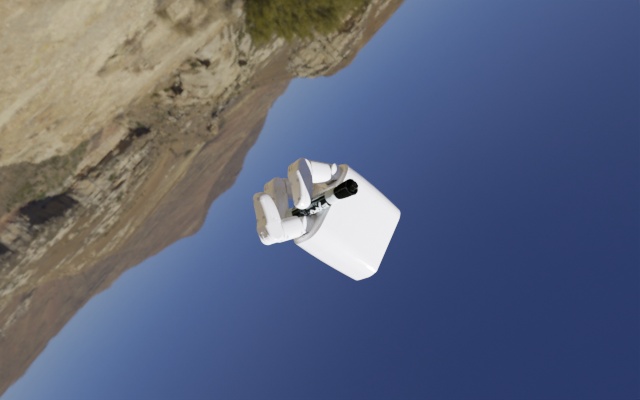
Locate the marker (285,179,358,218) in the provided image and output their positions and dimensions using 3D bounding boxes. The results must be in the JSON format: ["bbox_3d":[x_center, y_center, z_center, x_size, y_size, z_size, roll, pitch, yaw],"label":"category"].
[{"bbox_3d":[0.000,0.002,0.553,0.020,0.020,0.121,0,-18,-41],"label":"marker"}]
